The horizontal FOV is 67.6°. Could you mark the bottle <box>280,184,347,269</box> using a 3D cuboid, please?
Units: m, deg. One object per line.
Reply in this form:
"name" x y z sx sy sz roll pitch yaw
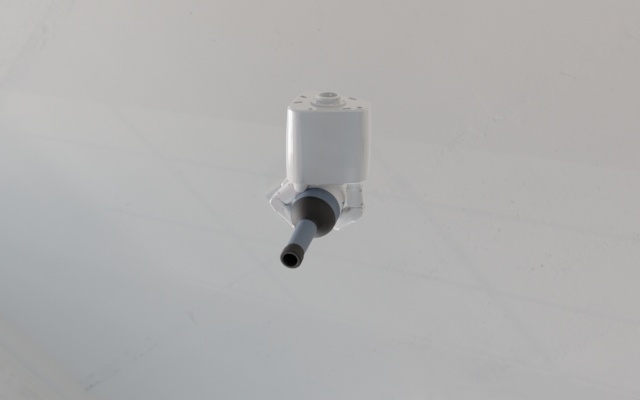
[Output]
"bottle" 0.000 0.002 0.698 0.069 0.069 0.295 0 28 16
